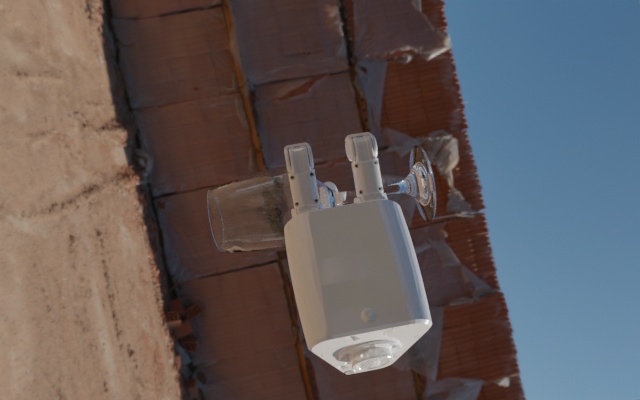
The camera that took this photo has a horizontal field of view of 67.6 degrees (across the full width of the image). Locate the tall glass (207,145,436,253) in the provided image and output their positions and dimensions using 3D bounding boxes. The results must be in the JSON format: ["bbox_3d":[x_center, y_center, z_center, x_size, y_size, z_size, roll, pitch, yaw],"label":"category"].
[{"bbox_3d":[0.001,0.001,0.450,0.201,0.079,0.079,-10,0,-3],"label":"tall glass"}]
